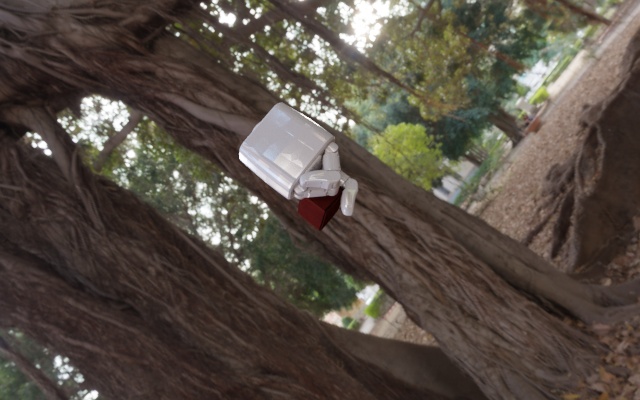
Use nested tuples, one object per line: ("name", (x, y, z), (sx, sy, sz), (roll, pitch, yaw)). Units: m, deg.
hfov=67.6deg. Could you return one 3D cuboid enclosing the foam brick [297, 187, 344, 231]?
("foam brick", (0.000, 0.003, 0.781), (0.051, 0.053, 0.078), (36, -26, 11))
